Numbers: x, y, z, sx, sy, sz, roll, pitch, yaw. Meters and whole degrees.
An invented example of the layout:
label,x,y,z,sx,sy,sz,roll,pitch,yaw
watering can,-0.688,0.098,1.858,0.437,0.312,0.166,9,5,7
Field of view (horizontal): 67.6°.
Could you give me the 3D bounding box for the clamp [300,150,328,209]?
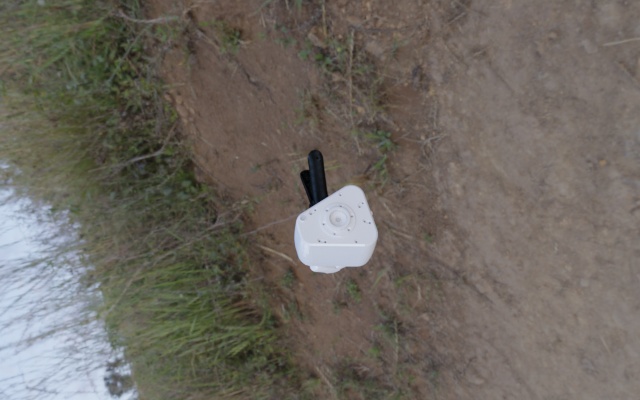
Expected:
label,x,y,z,sx,sy,sz,roll,pitch,yaw
clamp,0.000,0.003,0.794,0.039,0.171,0.120,-15,-20,-8
